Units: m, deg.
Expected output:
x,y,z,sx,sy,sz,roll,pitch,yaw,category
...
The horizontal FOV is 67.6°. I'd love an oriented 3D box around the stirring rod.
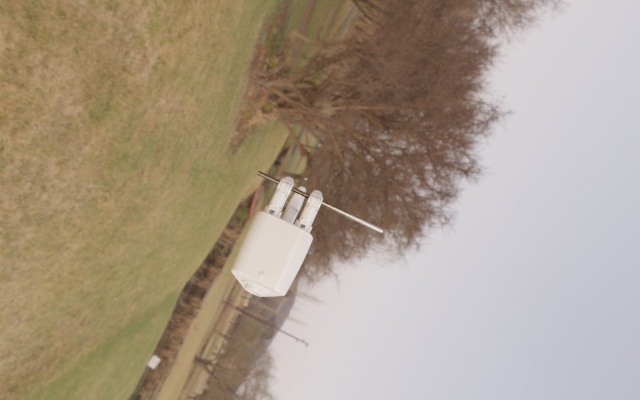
x,y,z,sx,sy,sz,roll,pitch,yaw,category
0.000,0.003,0.834,0.239,0.011,0.011,25,-1,-3,stirring rod
